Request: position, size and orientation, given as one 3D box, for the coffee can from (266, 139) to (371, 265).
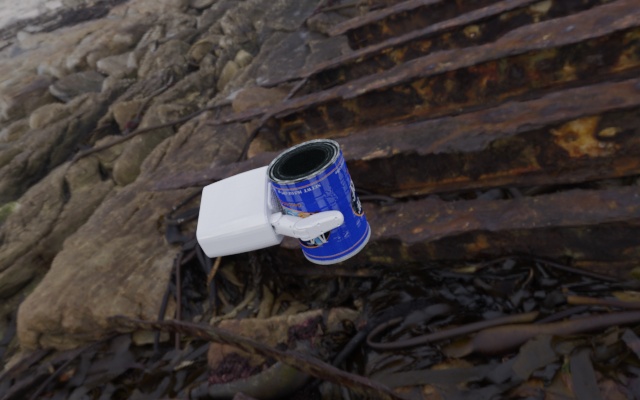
[{"bbox_3d":[0.000,0.002,0.655,0.103,0.140,0.102,-17,32,11],"label":"coffee can"}]
